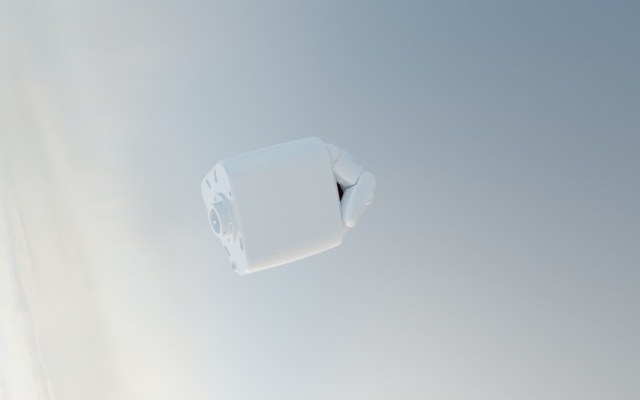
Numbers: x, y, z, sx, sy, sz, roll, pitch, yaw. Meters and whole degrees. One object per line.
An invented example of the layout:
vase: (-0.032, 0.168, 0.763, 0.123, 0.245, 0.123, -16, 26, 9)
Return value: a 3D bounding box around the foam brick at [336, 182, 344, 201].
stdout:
foam brick: (0.000, 0.002, 0.556, 0.051, 0.053, 0.078, -19, -5, -30)
